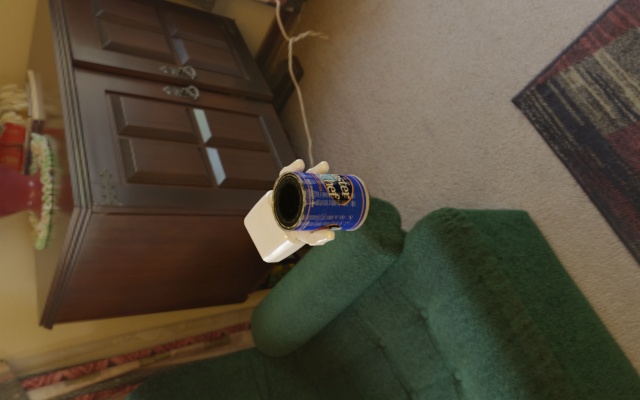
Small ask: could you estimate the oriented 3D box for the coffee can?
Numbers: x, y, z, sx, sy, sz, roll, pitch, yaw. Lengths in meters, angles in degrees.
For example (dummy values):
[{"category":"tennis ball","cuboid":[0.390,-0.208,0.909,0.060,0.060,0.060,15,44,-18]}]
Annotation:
[{"category":"coffee can","cuboid":[0.000,0.003,0.840,0.140,0.103,0.103,1,-1,-37]}]
